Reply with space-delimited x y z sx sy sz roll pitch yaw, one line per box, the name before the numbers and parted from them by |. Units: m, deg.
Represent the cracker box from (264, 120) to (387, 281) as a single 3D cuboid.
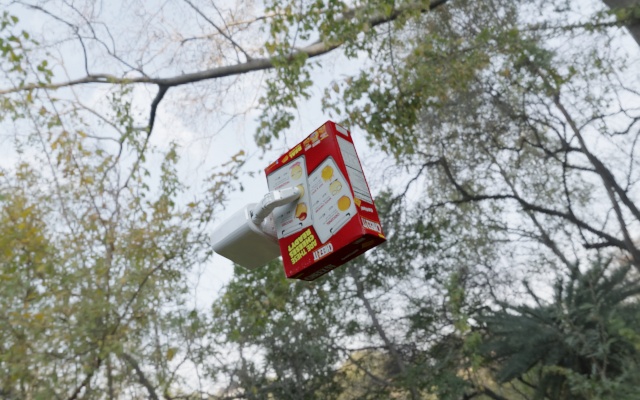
cracker box | 0.000 0.002 0.787 0.164 0.213 0.072 -33 -32 30
